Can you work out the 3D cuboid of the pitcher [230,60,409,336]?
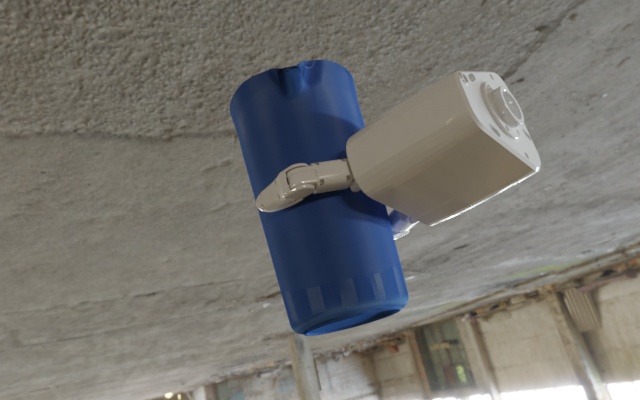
[{"bbox_3d":[0.000,0.001,0.471,0.149,0.242,0.145,7,-29,-45],"label":"pitcher"}]
